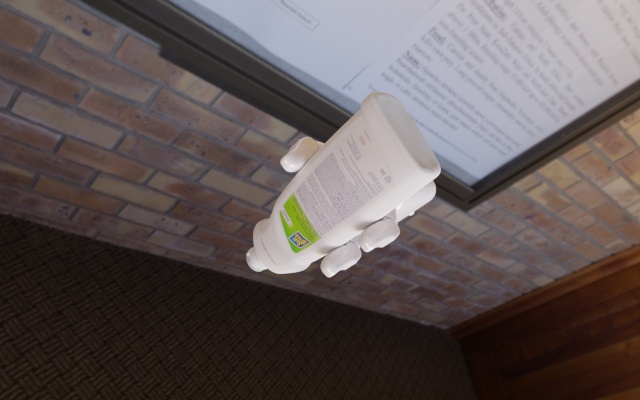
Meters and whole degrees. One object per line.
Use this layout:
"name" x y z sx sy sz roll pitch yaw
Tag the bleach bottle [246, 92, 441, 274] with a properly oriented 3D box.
"bleach bottle" 0.000 0.002 0.514 0.251 0.102 0.068 -38 -16 33
